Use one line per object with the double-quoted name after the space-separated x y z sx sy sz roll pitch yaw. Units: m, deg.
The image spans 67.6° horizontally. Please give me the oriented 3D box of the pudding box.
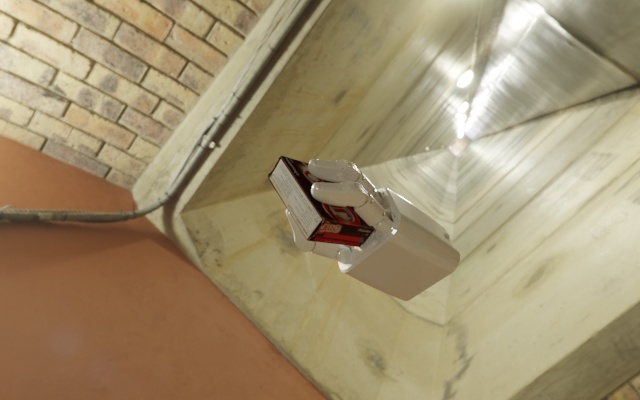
0.000 0.002 0.563 0.090 0.039 0.113 13 31 -46 "pudding box"
